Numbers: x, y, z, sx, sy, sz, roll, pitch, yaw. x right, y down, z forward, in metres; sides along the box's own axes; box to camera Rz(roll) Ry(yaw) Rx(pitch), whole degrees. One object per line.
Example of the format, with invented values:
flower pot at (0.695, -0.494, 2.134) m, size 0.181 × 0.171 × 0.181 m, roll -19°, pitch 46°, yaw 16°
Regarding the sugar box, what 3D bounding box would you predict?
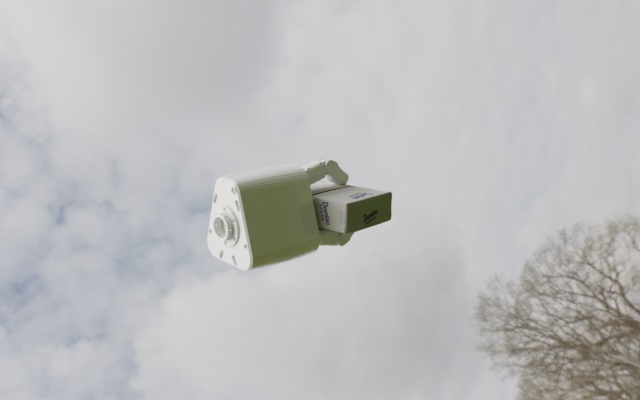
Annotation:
sugar box at (0.000, 0.003, 0.653) m, size 0.176 × 0.048 × 0.093 m, roll 15°, pitch 20°, yaw 43°
